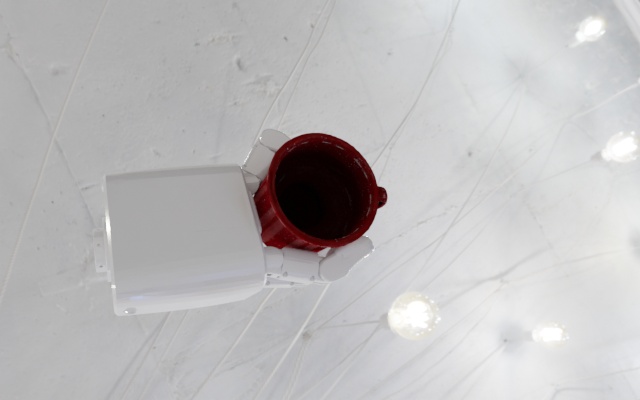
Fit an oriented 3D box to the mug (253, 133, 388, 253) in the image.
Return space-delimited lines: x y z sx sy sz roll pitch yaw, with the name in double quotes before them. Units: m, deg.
"mug" 0.001 0.001 0.407 0.117 0.093 0.081 -4 -15 -24
